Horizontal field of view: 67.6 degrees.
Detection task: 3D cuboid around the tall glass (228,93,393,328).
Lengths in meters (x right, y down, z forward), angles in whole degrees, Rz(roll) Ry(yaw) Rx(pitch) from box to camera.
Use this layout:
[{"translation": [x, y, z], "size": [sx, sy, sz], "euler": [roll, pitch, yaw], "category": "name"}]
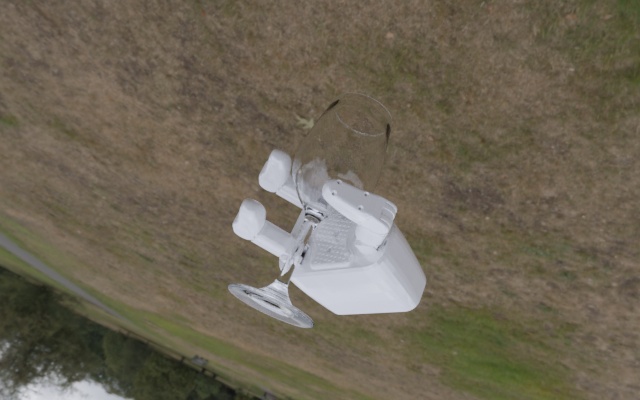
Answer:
[{"translation": [0.000, 0.002, 0.412], "size": [0.079, 0.201, 0.079], "euler": [21, -24, 10], "category": "tall glass"}]
